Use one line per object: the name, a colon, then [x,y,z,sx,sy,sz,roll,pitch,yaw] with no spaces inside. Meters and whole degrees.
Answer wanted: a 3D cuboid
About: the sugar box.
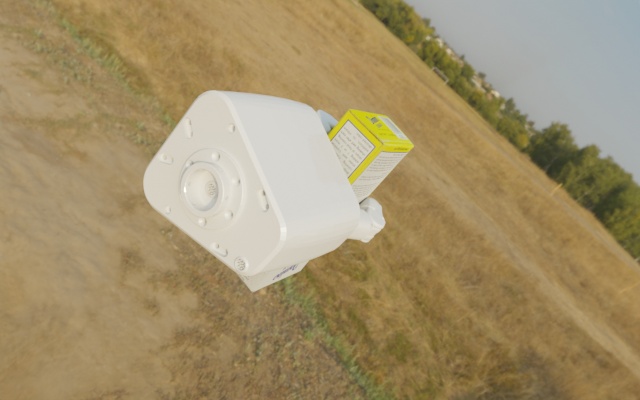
sugar box: [0.000,0.001,0.424,0.176,0.048,0.093,-46,-15,22]
